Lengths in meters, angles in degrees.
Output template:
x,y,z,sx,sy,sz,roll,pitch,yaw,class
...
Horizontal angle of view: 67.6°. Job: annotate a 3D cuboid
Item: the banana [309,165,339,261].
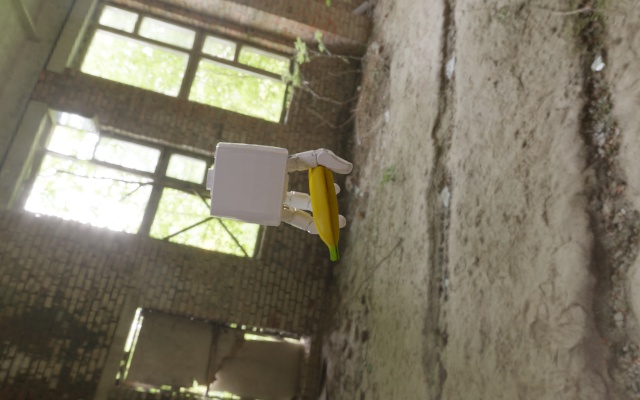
x,y,z,sx,sy,sz,roll,pitch,yaw,class
0.002,-0.008,0.713,0.037,0.197,0.070,-1,-42,-7,banana
